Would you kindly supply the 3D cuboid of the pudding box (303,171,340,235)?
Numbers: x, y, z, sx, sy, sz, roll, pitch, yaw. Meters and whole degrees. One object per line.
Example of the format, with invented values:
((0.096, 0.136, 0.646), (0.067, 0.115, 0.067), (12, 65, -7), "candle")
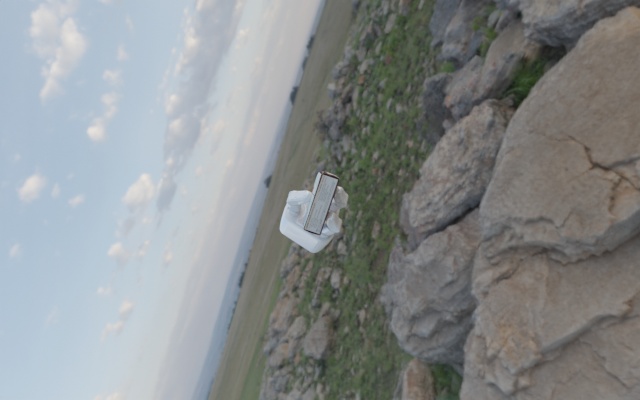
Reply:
((0.000, 0.003, 0.898), (0.039, 0.113, 0.090), (16, 5, -5), "pudding box")
